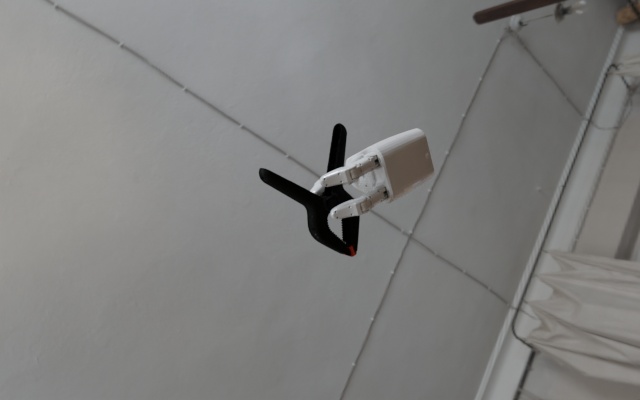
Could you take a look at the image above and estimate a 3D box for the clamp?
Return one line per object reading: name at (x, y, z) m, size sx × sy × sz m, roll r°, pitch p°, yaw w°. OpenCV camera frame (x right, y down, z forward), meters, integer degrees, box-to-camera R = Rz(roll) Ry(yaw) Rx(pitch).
clamp at (0.000, 0.003, 0.754) m, size 0.164 × 0.210 × 0.036 m, roll -26°, pitch 18°, yaw -26°
